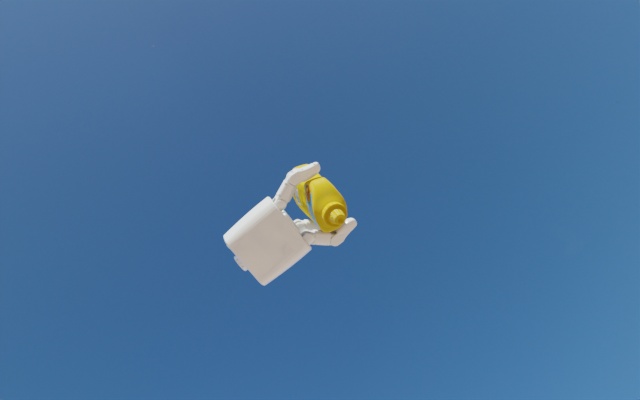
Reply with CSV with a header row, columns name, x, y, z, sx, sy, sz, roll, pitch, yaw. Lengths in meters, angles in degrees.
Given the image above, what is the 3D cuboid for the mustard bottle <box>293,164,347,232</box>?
name,x,y,z,sx,sy,sz,roll,pitch,yaw
mustard bottle,0.000,0.002,0.836,0.058,0.096,0.191,-17,22,-13
